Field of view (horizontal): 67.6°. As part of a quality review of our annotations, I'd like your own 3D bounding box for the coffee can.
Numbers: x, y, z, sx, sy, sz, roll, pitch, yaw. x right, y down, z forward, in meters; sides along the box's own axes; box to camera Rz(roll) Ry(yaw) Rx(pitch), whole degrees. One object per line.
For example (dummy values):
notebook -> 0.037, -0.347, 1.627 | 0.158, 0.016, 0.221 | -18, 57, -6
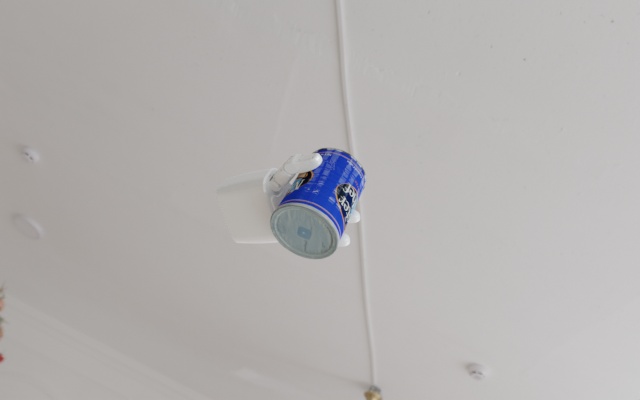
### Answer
coffee can -> 0.000, 0.002, 0.712 | 0.103, 0.103, 0.140 | 0, 39, 26
